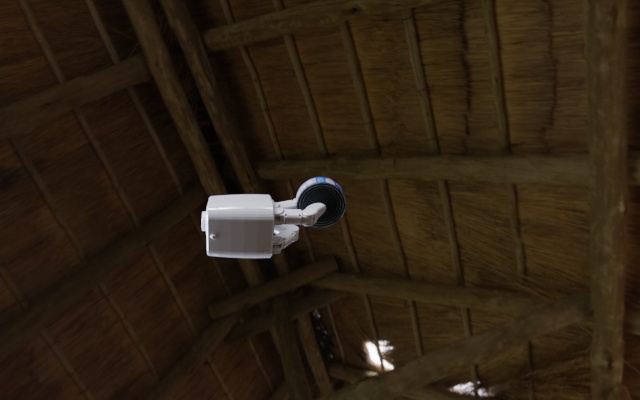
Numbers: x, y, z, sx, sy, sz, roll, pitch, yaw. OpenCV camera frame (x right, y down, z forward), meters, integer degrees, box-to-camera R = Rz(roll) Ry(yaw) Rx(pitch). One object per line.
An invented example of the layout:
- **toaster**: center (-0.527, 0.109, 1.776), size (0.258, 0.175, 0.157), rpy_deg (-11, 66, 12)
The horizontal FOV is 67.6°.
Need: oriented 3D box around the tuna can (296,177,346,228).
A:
- **tuna can**: center (0.000, 0.002, 0.832), size (0.086, 0.086, 0.033), rpy_deg (0, 25, -7)
